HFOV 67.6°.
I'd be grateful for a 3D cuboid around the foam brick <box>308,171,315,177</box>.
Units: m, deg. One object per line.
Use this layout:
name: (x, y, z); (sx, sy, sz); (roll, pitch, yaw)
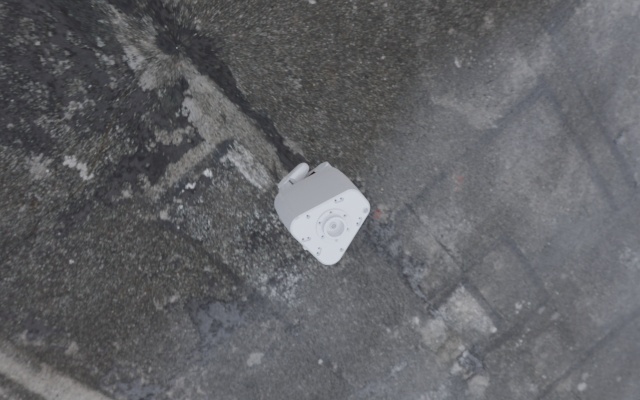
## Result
foam brick: (0.000, 0.003, 0.764); (0.078, 0.053, 0.051); (46, 4, -24)
